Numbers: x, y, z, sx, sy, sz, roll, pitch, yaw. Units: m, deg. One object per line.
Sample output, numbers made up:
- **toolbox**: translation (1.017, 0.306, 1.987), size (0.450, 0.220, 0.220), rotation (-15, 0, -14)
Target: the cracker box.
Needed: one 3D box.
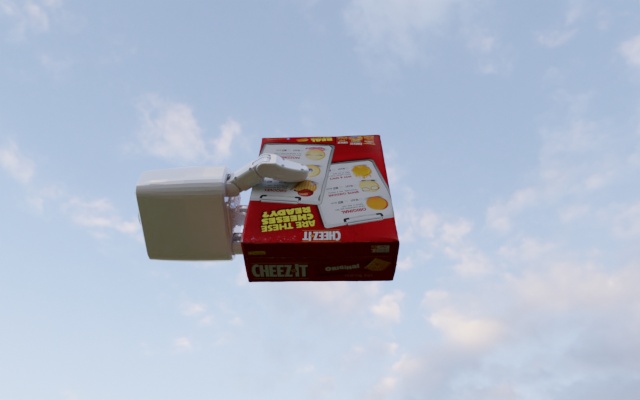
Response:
- **cracker box**: translation (0.000, 0.002, 0.585), size (0.164, 0.072, 0.213), rotation (-1, 38, 1)
